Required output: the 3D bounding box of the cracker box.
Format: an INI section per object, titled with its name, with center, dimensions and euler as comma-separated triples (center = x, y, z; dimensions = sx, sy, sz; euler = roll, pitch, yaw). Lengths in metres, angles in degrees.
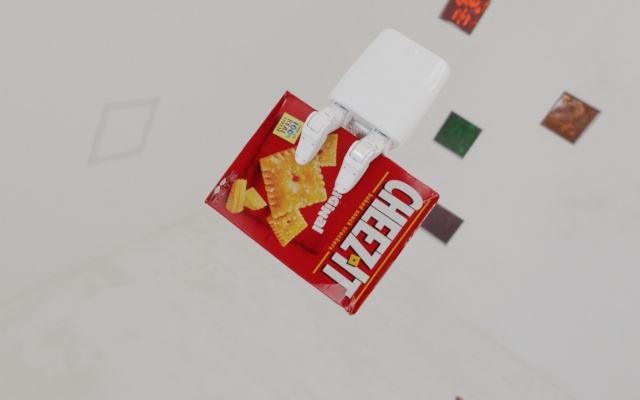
[cracker box]
center = 0.000, 0.002, 0.550
dimensions = 0.213, 0.164, 0.072
euler = 36, -4, 12
